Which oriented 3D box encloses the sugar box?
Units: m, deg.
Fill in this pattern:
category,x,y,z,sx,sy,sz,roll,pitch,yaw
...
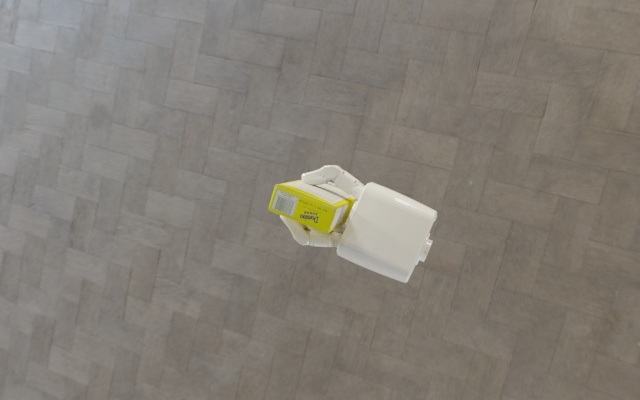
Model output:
category,x,y,z,sx,sy,sz,roll,pitch,yaw
sugar box,0.000,0.003,0.721,0.093,0.048,0.176,22,9,15
